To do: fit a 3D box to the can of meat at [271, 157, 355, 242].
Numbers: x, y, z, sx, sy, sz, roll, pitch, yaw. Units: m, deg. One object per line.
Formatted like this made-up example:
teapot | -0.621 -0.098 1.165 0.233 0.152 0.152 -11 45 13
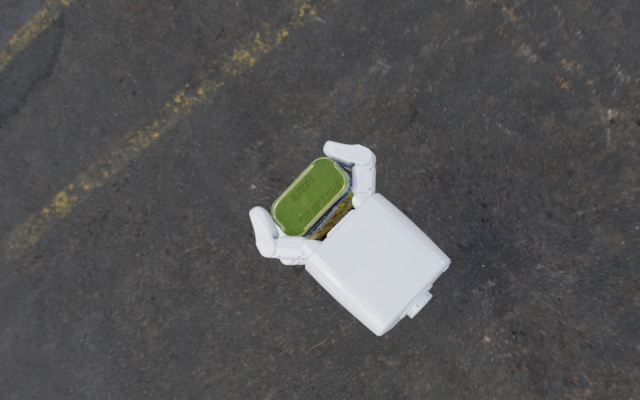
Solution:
can of meat | 0.000 0.002 0.559 0.057 0.102 0.084 46 8 18
